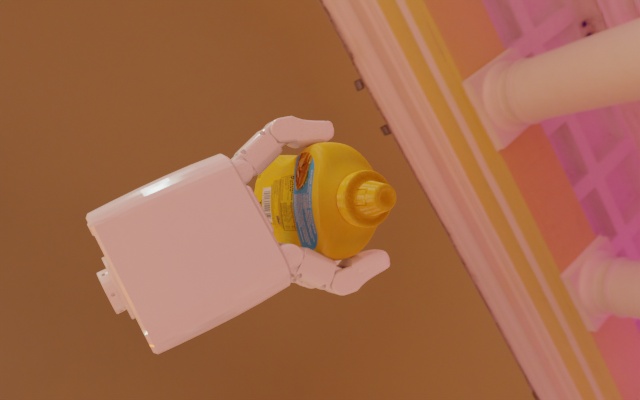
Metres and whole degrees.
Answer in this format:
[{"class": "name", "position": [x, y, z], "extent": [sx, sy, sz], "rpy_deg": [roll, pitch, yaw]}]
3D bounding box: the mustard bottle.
[{"class": "mustard bottle", "position": [0.000, 0.001, 0.403], "extent": [0.058, 0.096, 0.191], "rpy_deg": [-1, -2, -27]}]
